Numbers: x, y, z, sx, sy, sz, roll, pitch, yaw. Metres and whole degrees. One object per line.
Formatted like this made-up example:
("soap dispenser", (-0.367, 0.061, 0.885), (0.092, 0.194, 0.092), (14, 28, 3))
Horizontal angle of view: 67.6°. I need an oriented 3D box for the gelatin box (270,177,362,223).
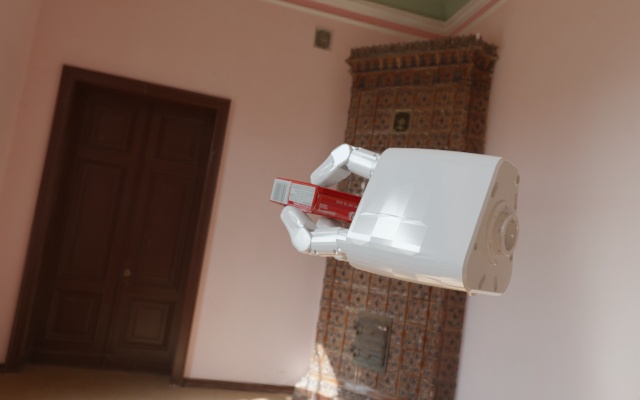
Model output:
("gelatin box", (0.000, 0.001, 0.500), (0.073, 0.030, 0.089), (15, -1, -35))
